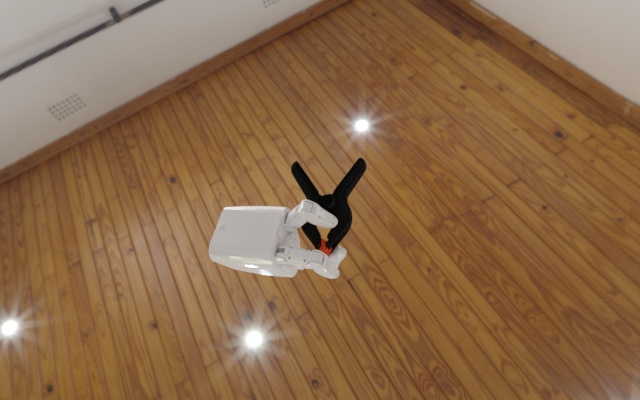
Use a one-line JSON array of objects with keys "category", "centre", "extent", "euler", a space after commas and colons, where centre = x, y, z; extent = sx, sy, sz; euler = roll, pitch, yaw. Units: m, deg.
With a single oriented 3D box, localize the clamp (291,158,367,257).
[{"category": "clamp", "centre": [0.000, 0.003, 0.733], "extent": [0.120, 0.171, 0.039], "euler": [2, -33, 18]}]
